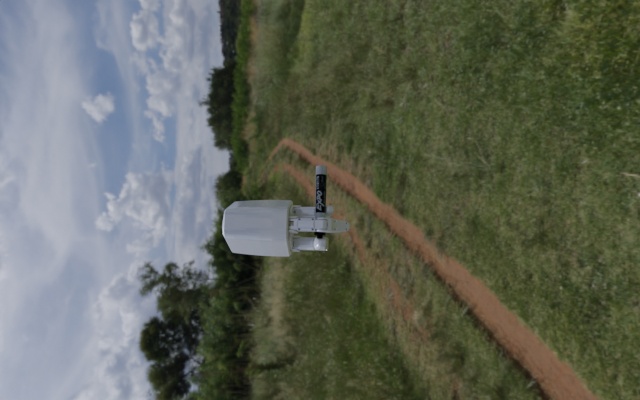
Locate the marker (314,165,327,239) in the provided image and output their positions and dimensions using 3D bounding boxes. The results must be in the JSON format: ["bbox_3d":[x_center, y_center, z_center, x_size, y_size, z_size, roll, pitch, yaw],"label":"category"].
[{"bbox_3d":[0.000,0.003,0.790,0.020,0.121,0.020,1,-9,0],"label":"marker"}]
